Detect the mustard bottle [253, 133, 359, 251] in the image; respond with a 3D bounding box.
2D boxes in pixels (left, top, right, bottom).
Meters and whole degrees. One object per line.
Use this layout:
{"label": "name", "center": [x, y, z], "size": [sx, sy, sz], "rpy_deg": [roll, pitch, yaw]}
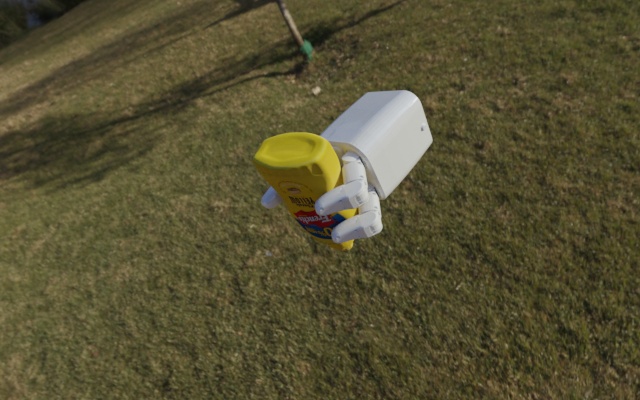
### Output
{"label": "mustard bottle", "center": [0.000, 0.002, 0.590], "size": [0.096, 0.058, 0.192], "rpy_deg": [2, -37, 31]}
